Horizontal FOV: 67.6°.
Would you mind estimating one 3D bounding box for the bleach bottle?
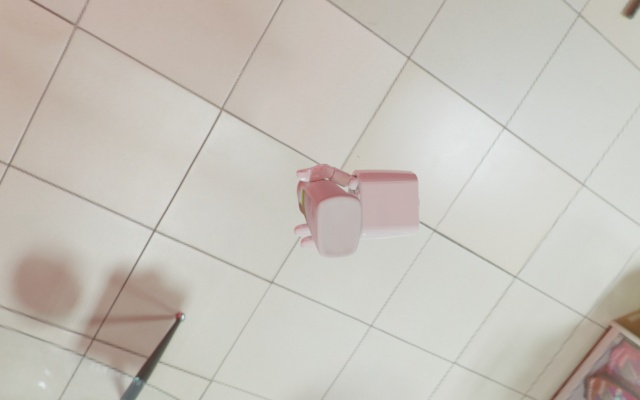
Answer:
[{"bbox_3d":[0.000,0.003,0.796,0.068,0.102,0.250,-2,19,-12],"label":"bleach bottle"}]
